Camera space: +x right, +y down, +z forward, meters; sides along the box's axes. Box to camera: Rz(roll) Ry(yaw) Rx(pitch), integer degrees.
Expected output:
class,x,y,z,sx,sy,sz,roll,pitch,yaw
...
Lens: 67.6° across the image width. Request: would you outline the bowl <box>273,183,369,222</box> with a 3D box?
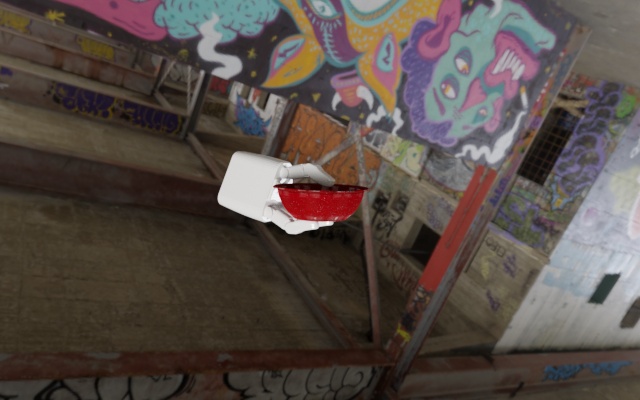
class,x,y,z,sx,sy,sz,roll,pitch,yaw
bowl,0.001,0.003,0.808,0.162,0.055,0.162,1,6,0
